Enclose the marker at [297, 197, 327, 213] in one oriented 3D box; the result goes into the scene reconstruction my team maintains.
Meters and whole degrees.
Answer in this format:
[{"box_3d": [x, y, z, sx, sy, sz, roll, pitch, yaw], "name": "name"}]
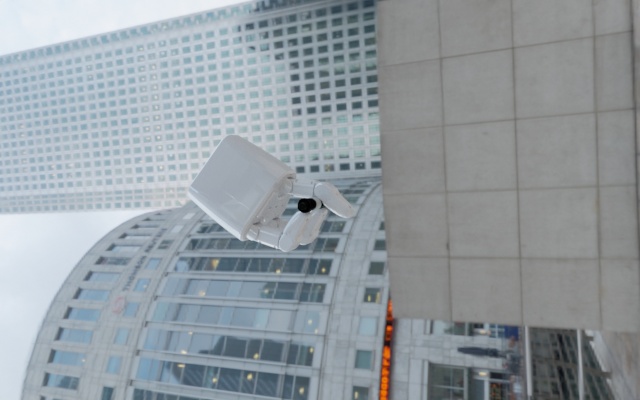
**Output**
[{"box_3d": [0.000, 0.002, 0.635, 0.020, 0.020, 0.121, 0, 4, 22], "name": "marker"}]
